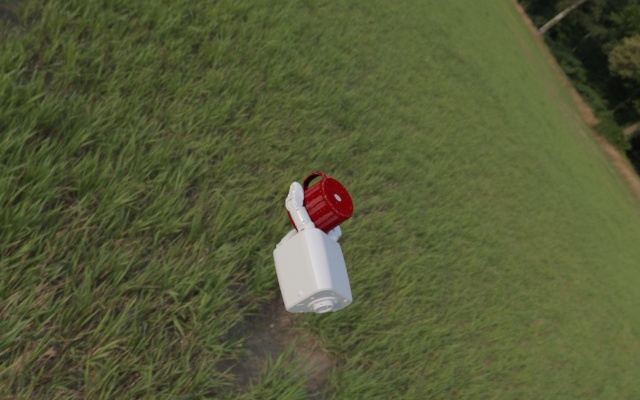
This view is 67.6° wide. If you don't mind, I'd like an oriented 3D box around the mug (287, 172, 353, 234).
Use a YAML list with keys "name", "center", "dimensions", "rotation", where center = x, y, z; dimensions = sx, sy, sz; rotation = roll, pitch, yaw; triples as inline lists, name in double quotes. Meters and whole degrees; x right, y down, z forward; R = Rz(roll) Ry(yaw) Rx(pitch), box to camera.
- name: "mug"
  center: [0.000, 0.001, 0.833]
  dimensions: [0.081, 0.117, 0.093]
  rotation: [-34, -36, 31]
